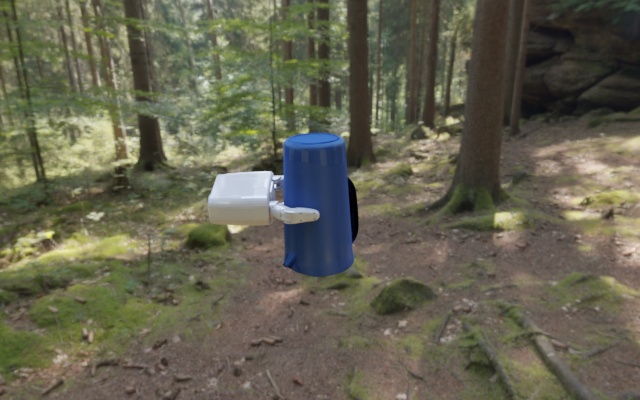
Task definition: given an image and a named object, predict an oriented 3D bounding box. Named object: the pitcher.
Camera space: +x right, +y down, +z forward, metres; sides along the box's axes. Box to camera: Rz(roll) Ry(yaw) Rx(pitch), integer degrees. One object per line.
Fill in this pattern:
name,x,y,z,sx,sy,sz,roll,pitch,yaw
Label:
pitcher,0.000,0.003,0.875,0.145,0.243,0.149,-1,19,2
